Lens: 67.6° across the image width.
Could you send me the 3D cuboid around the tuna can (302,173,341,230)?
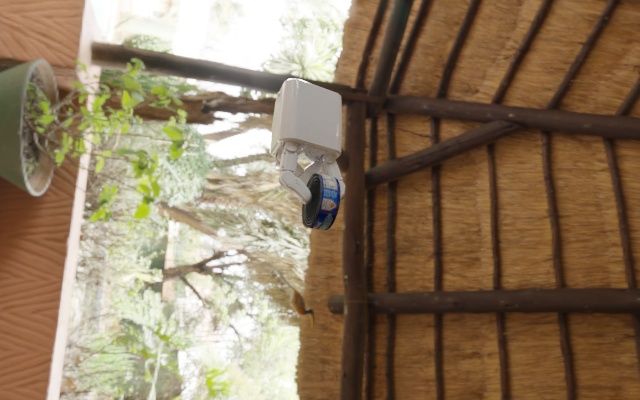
[{"bbox_3d":[0.001,0.003,0.735,0.034,0.086,0.086,11,-3,-18],"label":"tuna can"}]
